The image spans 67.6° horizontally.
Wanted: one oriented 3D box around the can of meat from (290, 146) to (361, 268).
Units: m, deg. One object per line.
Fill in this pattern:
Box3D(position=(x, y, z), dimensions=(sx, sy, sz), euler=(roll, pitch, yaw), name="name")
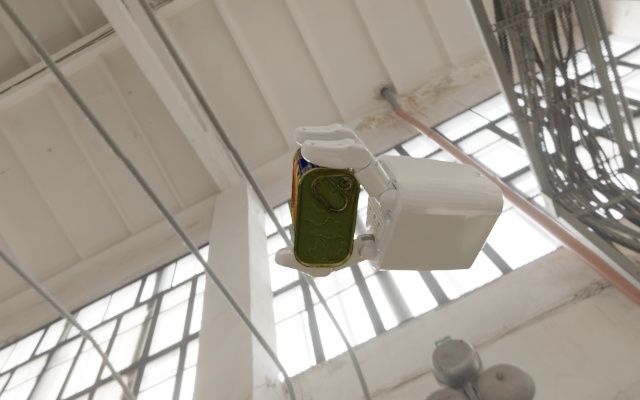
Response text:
Box3D(position=(0.000, 0.002, 0.476), dimensions=(0.057, 0.102, 0.084), euler=(1, 24, -9), name="can of meat")
